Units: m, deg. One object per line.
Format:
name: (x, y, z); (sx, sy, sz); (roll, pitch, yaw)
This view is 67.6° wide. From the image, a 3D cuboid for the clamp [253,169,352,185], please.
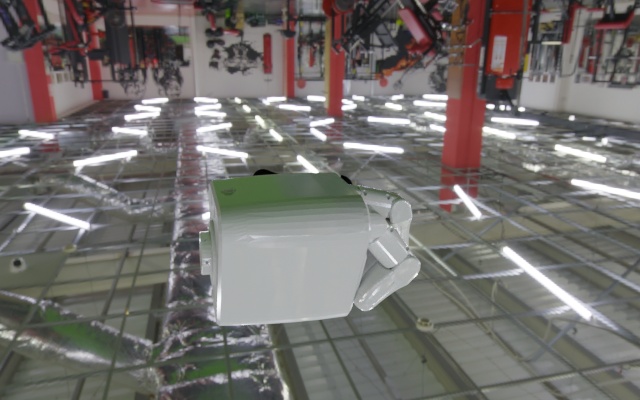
clamp: (0.000, 0.002, 0.478); (0.120, 0.039, 0.171); (0, 16, -18)
